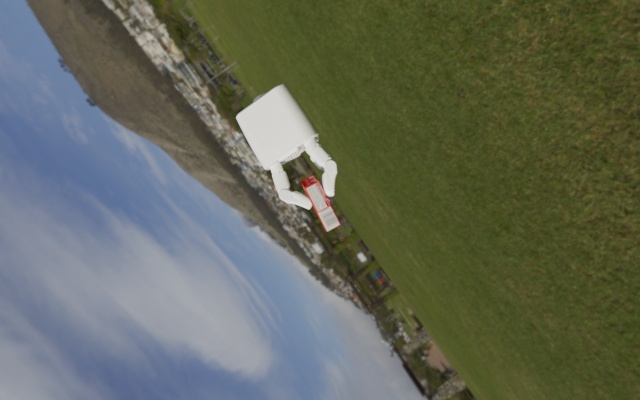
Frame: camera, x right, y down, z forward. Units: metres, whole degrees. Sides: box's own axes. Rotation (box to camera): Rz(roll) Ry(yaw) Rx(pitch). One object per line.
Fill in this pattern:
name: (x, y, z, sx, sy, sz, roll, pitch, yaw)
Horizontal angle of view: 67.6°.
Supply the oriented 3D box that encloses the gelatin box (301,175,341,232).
gelatin box: (0.000, 0.003, 0.831, 0.030, 0.089, 0.073, -27, 12, -1)
